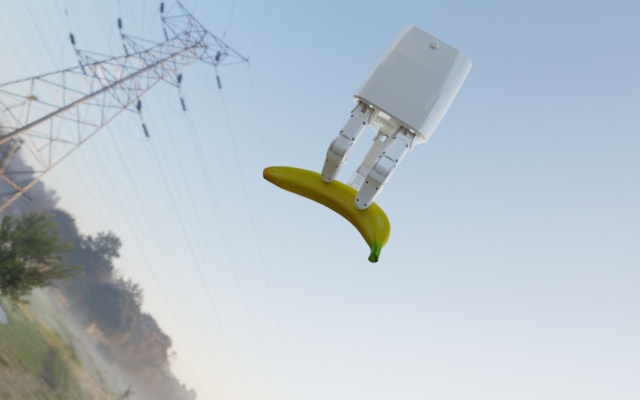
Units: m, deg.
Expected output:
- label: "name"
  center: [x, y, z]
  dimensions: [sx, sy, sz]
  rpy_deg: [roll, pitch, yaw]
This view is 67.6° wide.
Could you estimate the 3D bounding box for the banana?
- label: "banana"
  center: [0.015, 0.001, 0.566]
  dimensions: [0.069, 0.037, 0.197]
  rpy_deg: [-12, 37, -46]
